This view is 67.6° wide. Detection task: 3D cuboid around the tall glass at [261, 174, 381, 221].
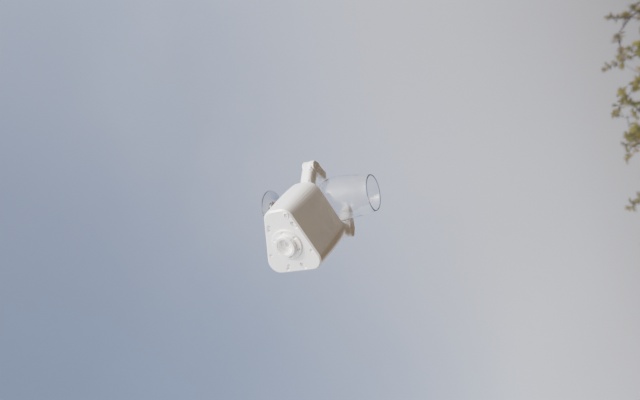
[{"bbox_3d":[0.000,0.003,0.830,0.201,0.079,0.079,-10,-5,26],"label":"tall glass"}]
